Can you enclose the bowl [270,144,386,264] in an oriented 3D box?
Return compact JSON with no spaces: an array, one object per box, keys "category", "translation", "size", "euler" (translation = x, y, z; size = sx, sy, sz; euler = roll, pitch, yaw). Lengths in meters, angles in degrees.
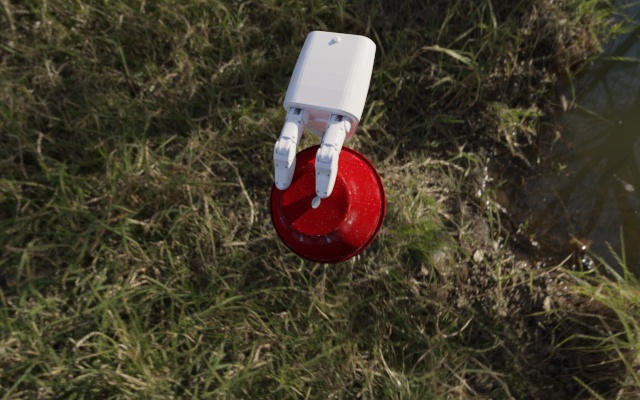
[{"category":"bowl","translation":[0.000,0.003,0.615],"size":[0.162,0.162,0.055],"euler":[0,-4,16]}]
